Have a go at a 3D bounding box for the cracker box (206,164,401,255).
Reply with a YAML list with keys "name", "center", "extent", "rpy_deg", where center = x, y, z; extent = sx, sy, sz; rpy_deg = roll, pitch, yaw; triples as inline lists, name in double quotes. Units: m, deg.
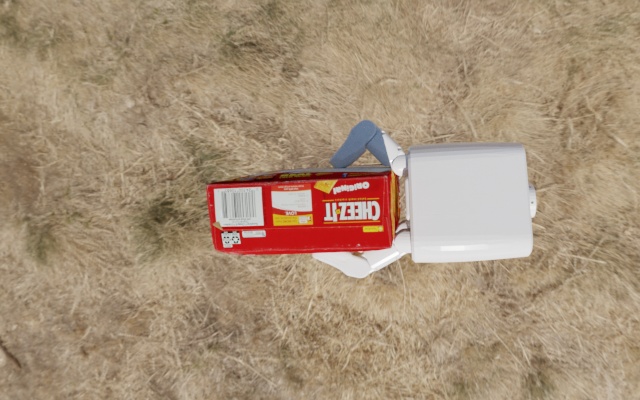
- name: "cracker box"
  center: [0.000, 0.002, 0.511]
  extent: [0.164, 0.072, 0.213]
  rpy_deg: [-3, 6, 12]
